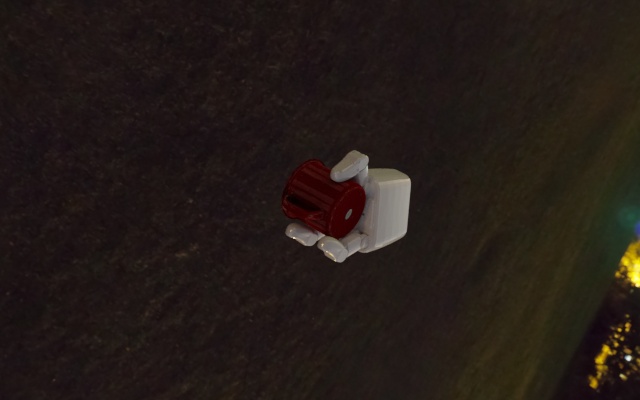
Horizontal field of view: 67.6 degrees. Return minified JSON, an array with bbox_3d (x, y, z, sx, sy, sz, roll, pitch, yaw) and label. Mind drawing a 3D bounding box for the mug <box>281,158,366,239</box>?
[{"bbox_3d":[-0.001,0.002,0.638,0.081,0.093,0.117,29,24,31],"label":"mug"}]
